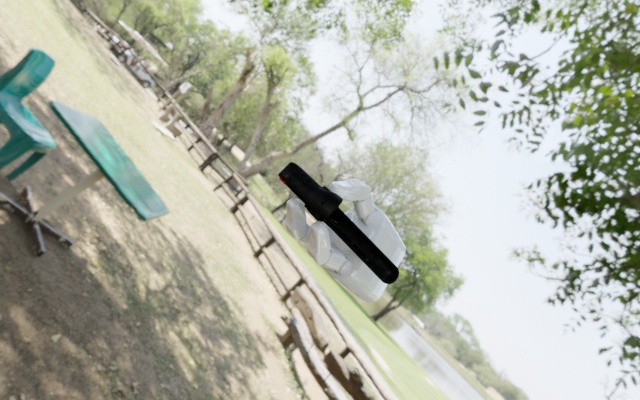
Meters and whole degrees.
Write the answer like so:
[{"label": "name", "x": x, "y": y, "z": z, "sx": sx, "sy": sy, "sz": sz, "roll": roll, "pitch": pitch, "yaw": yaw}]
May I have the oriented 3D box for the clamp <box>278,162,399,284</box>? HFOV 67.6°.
[{"label": "clamp", "x": 0.000, "y": 0.001, "z": 0.575, "sx": 0.210, "sy": 0.036, "sz": 0.165, "roll": 44, "pitch": -5, "yaw": 41}]
